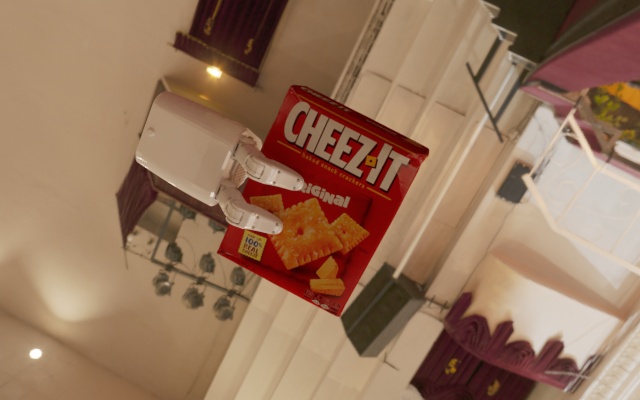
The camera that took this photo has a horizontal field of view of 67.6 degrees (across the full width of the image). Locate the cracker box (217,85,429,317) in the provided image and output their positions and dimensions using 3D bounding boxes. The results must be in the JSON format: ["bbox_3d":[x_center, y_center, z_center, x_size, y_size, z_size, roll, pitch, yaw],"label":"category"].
[{"bbox_3d":[0.000,0.002,0.544,0.164,0.214,0.072,28,16,5],"label":"cracker box"}]
